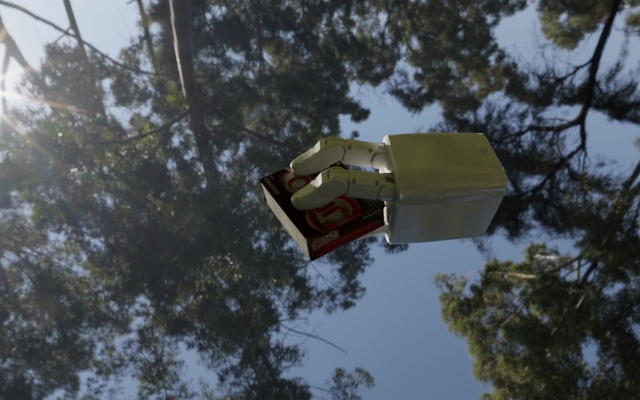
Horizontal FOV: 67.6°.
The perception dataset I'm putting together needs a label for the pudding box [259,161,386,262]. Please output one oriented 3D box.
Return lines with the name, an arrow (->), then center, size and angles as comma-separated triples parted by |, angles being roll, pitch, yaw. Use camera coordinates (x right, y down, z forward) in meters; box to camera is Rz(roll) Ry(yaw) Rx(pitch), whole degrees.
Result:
pudding box -> 0.000, 0.002, 0.503 | 0.090, 0.039, 0.113 | -24, 43, -20
